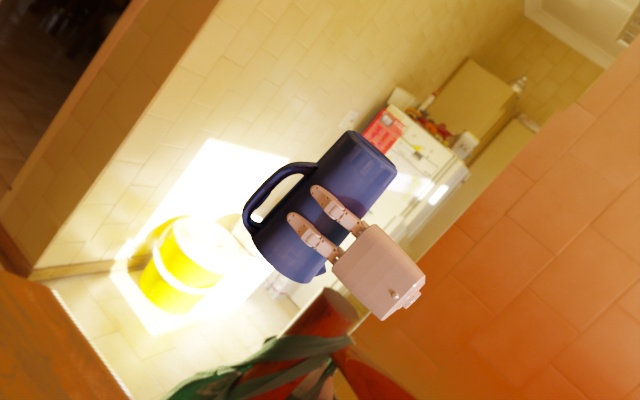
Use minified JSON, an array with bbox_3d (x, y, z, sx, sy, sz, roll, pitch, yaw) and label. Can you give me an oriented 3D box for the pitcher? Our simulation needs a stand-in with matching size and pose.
[{"bbox_3d":[0.000,0.003,0.771,0.145,0.243,0.149,46,14,22],"label":"pitcher"}]
